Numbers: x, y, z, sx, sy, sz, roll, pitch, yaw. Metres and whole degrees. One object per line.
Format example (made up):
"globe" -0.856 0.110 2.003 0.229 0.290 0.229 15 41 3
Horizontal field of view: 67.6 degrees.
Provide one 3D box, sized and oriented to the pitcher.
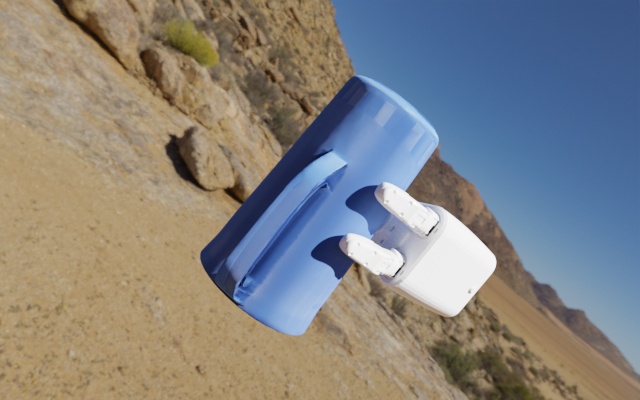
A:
"pitcher" 0.000 0.002 0.467 0.145 0.243 0.149 34 7 -30
